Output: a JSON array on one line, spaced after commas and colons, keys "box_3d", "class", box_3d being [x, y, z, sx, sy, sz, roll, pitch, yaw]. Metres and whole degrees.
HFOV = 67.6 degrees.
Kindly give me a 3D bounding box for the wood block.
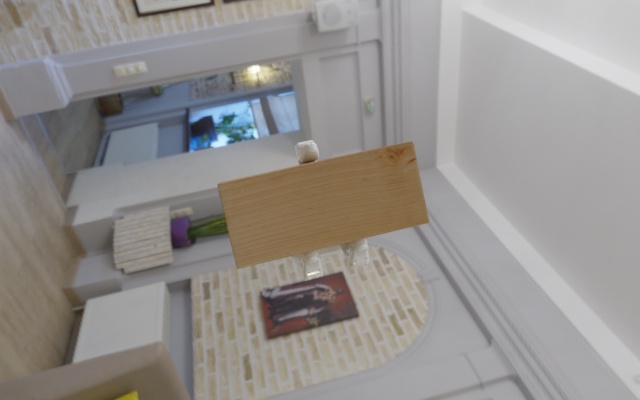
[{"box_3d": [0.000, 0.001, 0.530, 0.206, 0.091, 0.090, -13, 5, -7], "class": "wood block"}]
